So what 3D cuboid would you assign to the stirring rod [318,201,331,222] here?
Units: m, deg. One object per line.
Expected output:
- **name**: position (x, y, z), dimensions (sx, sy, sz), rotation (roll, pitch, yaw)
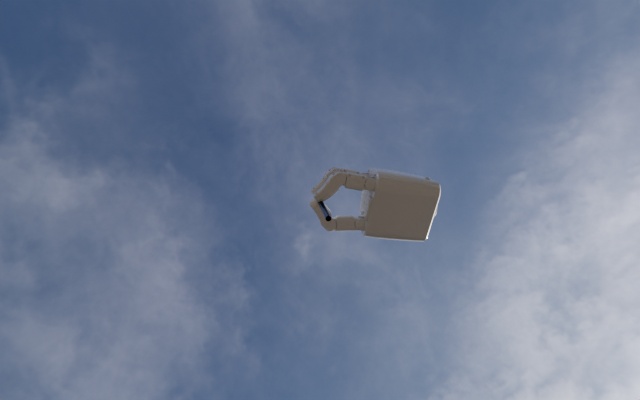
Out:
- **stirring rod**: position (0.000, 0.003, 0.752), dimensions (0.011, 0.011, 0.239), rotation (0, 10, -5)
